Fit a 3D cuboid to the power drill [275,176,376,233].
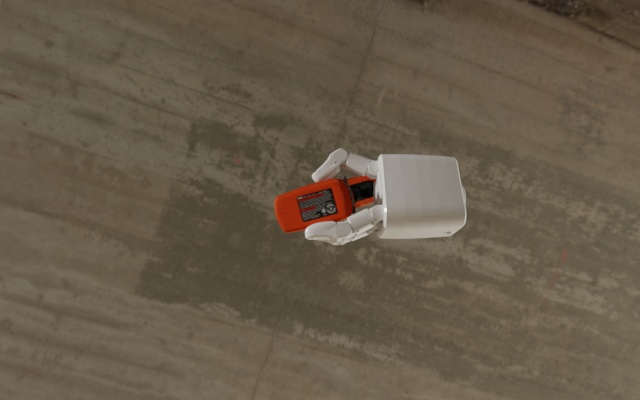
[{"bbox_3d":[0.000,0.002,0.715,0.184,0.057,0.187,-17,2,18],"label":"power drill"}]
